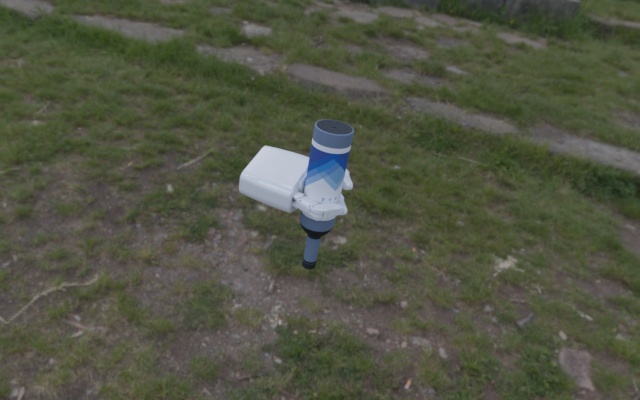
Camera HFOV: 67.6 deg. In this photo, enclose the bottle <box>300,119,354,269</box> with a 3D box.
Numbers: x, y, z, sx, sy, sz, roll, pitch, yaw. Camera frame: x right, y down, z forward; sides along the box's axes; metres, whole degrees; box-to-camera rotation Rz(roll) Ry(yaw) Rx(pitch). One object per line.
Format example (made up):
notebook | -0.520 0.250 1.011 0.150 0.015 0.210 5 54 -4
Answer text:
bottle | 0.000 0.003 0.869 0.069 0.296 0.069 8 30 -5
